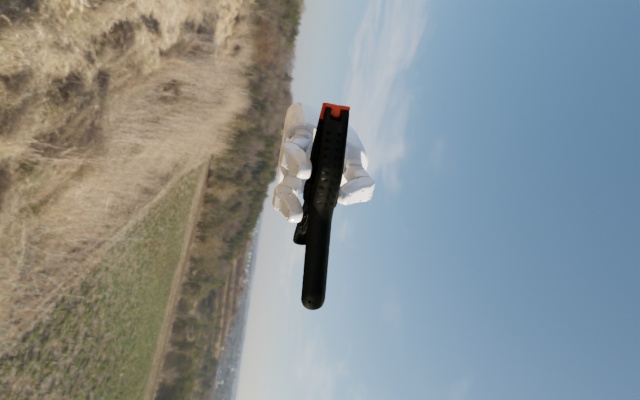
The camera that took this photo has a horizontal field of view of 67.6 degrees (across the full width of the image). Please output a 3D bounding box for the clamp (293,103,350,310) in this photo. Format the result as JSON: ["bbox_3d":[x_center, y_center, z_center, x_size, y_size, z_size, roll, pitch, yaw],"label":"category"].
[{"bbox_3d":[0.001,0.001,0.526,0.036,0.210,0.164,7,27,-11],"label":"clamp"}]
